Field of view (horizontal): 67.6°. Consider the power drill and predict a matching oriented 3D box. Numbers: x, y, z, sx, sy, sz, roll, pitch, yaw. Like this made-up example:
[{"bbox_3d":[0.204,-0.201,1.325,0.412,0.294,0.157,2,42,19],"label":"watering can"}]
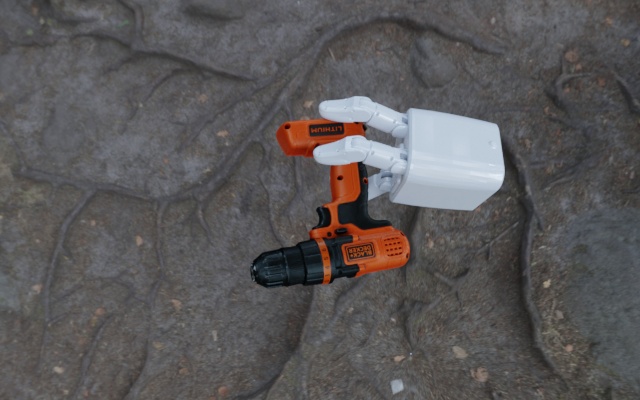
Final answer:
[{"bbox_3d":[0.000,0.001,0.553,0.184,0.187,0.057,-7,-11,-18],"label":"power drill"}]
